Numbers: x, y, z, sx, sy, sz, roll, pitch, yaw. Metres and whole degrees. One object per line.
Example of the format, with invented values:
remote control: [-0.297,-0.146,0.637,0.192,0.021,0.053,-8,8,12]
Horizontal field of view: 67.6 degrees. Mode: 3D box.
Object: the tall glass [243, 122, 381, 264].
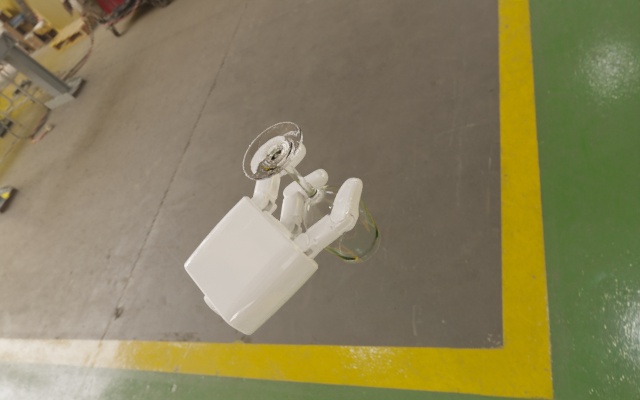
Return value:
tall glass: [0.000,0.001,0.556,0.079,0.079,0.201,0,-32,37]
